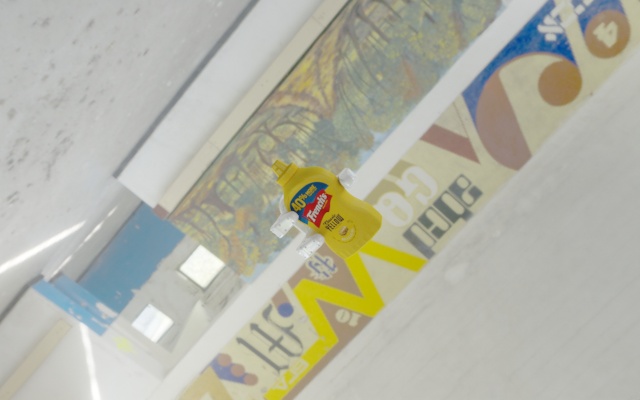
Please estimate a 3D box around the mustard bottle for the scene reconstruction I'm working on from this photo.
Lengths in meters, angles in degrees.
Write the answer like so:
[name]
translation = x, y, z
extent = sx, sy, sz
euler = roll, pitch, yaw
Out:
[mustard bottle]
translation = 0.000, 0.003, 0.759
extent = 0.096, 0.191, 0.058
euler = -45, 11, 27
